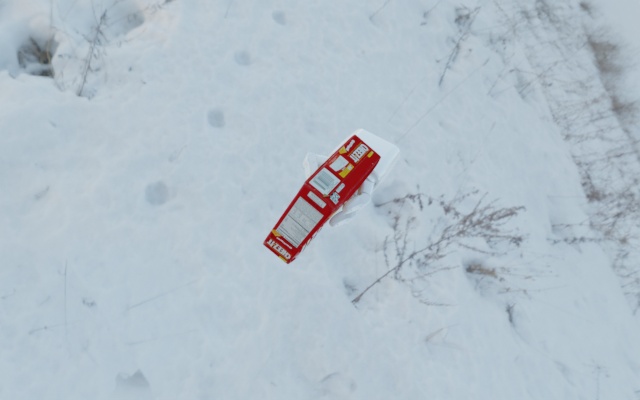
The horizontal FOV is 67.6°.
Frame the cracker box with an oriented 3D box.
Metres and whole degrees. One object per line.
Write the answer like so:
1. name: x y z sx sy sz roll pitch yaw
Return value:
1. cracker box: 0.000 0.003 0.855 0.164 0.072 0.214 -47 -3 -40
